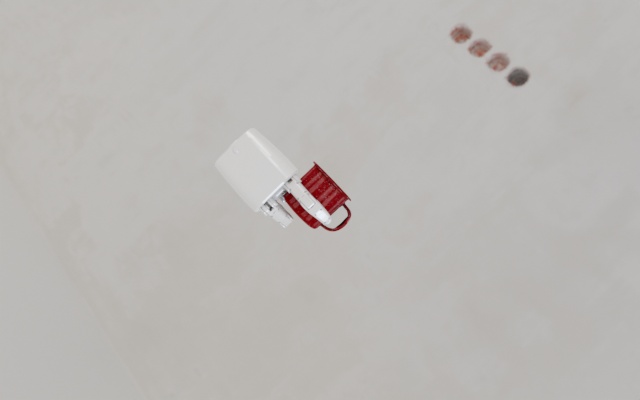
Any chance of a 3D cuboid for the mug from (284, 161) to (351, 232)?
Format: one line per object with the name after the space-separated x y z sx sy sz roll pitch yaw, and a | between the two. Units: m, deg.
0.001 0.004 0.816 0.081 0.117 0.093 -44 -4 4 | mug
